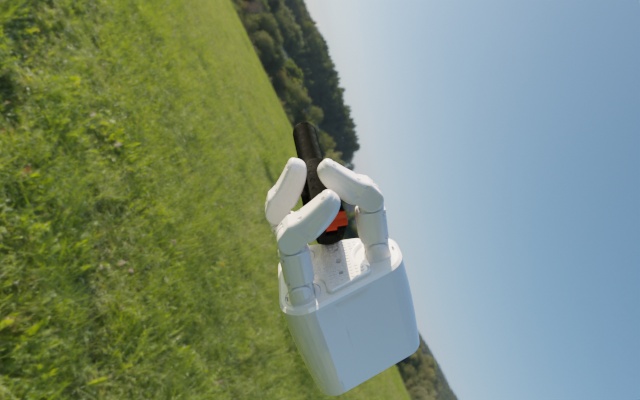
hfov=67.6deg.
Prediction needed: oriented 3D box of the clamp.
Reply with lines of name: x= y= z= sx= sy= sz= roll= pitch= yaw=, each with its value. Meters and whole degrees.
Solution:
clamp: x=0.001 y=0.001 z=0.465 sx=0.039 sy=0.120 sz=0.171 roll=-16 pitch=26 yaw=2
